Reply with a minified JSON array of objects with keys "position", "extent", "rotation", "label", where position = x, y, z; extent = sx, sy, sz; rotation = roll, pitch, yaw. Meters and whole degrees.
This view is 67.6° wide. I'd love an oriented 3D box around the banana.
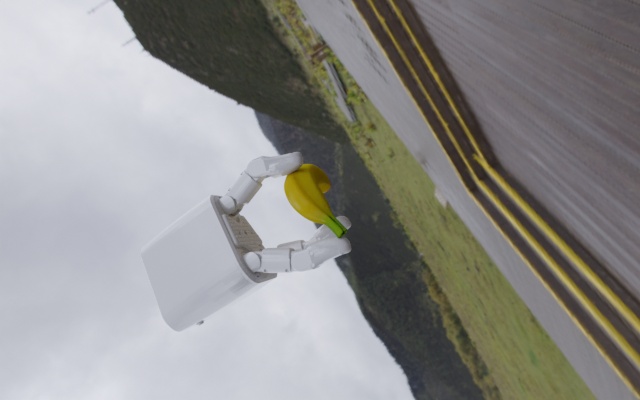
[{"position":[-0.011,-0.011,0.543],"extent":[0.037,0.070,0.197],"rotation":[-38,15,9],"label":"banana"}]
